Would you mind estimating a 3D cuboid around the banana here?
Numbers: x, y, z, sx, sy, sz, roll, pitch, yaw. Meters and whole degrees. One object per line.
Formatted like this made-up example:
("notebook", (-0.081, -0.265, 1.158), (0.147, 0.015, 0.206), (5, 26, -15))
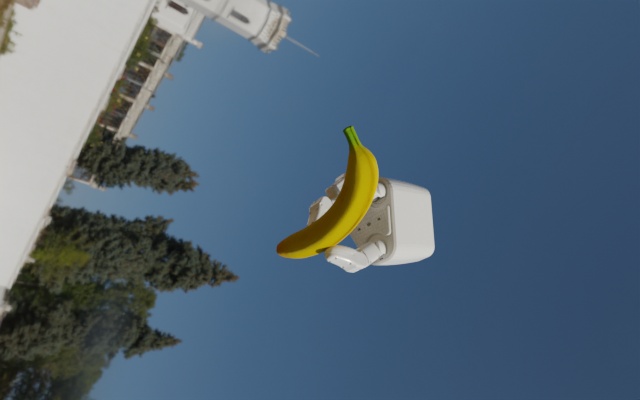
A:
("banana", (0.014, 0.012, 0.555), (0.069, 0.198, 0.037), (44, 32, 21))
